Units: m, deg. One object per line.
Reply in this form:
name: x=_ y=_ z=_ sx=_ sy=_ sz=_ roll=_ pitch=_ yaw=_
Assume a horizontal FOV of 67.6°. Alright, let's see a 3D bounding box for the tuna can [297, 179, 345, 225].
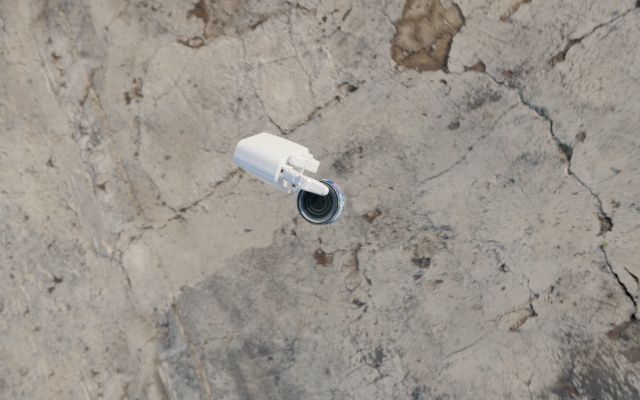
tuna can: x=0.000 y=0.003 z=0.881 sx=0.086 sy=0.086 sz=0.034 roll=0 pitch=1 yaw=19
